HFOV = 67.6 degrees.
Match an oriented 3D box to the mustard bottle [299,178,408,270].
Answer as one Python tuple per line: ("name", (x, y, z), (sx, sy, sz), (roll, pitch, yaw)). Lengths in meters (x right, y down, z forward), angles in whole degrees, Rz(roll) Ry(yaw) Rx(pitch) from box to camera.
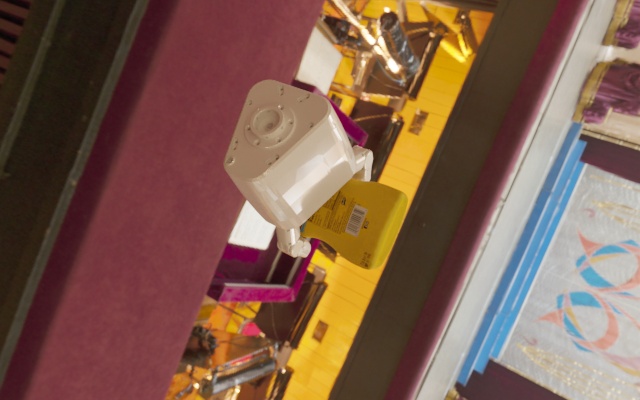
("mustard bottle", (0.000, 0.002, 0.570), (0.191, 0.096, 0.058), (24, 7, 25))
